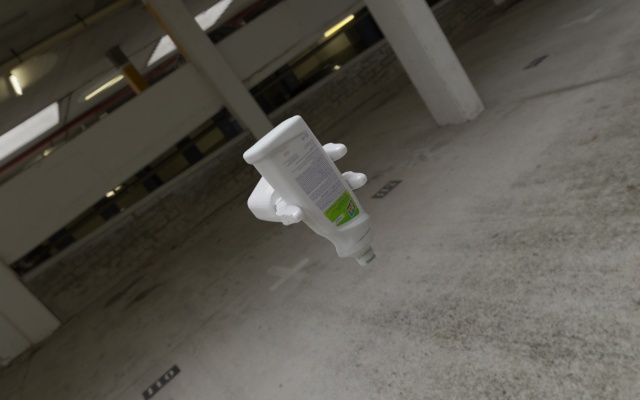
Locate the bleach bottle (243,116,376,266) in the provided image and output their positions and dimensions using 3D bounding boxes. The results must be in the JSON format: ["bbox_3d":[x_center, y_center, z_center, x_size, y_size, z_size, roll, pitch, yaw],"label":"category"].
[{"bbox_3d":[0.000,0.002,0.718,0.102,0.251,0.068,-43,18,-23],"label":"bleach bottle"}]
